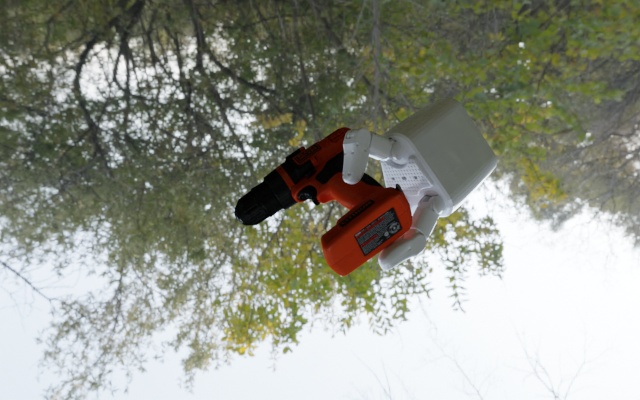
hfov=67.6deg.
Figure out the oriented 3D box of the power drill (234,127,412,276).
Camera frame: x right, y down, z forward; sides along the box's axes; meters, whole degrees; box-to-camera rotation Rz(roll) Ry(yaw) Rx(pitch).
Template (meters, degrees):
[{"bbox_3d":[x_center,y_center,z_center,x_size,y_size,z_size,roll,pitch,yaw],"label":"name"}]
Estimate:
[{"bbox_3d":[0.001,0.002,0.550,0.184,0.057,0.187,-36,40,-5],"label":"power drill"}]
